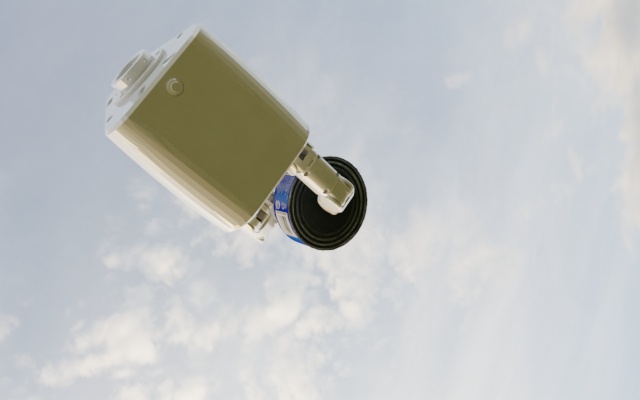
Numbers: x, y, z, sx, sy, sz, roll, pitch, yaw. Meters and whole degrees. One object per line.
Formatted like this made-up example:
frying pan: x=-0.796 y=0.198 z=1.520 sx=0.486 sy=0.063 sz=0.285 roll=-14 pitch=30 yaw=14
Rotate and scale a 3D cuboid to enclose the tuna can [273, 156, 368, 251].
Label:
tuna can: x=0.000 y=0.001 z=0.442 sx=0.086 sy=0.086 sz=0.034 roll=0 pitch=6 yaw=-34
